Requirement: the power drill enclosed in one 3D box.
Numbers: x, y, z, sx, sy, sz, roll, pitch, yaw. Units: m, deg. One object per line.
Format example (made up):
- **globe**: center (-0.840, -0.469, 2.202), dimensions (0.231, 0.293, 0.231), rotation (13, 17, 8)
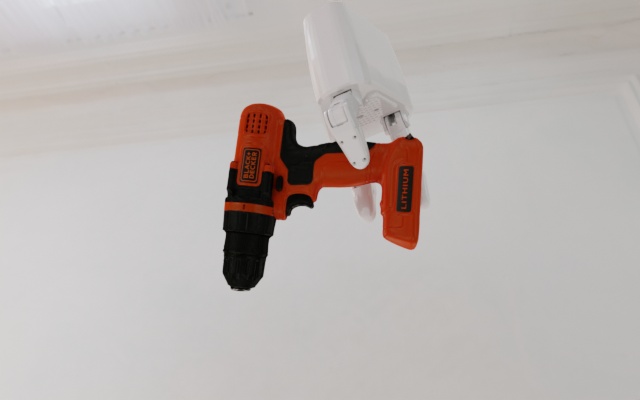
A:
- **power drill**: center (0.001, 0.001, 0.459), dimensions (0.187, 0.184, 0.057), rotation (5, -6, 6)
